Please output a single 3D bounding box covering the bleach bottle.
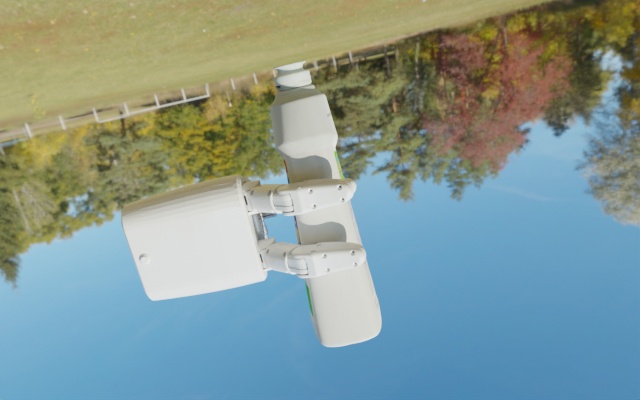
[{"bbox_3d":[0.000,0.002,0.442,0.068,0.251,0.102,-13,15,0],"label":"bleach bottle"}]
